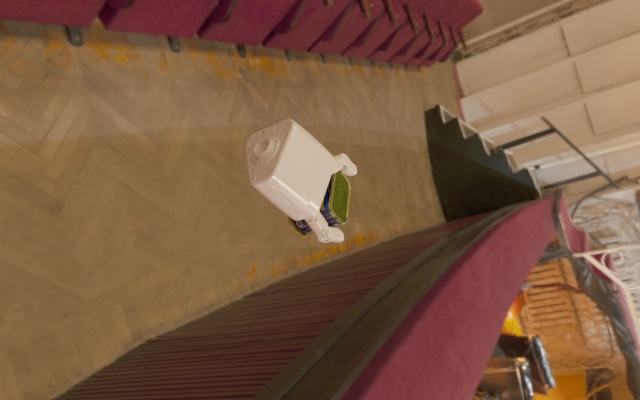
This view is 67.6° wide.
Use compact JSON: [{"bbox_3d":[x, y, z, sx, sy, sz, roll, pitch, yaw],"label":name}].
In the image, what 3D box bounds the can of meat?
[{"bbox_3d":[0.000,0.003,0.796,0.084,0.102,0.057,-18,-43,30],"label":"can of meat"}]
